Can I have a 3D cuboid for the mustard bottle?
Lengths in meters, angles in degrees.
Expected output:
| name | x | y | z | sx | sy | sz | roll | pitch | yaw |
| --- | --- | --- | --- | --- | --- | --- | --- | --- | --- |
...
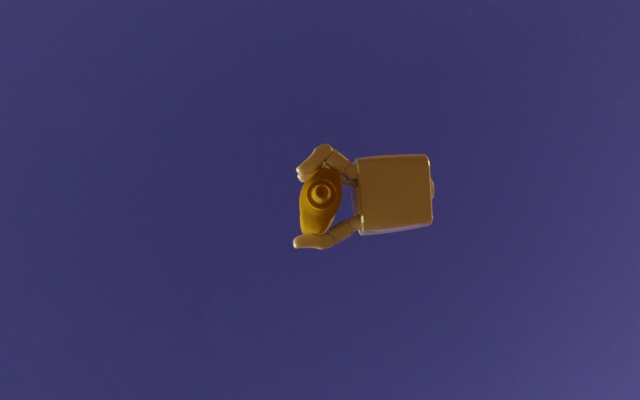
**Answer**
| name | x | y | z | sx | sy | sz | roll | pitch | yaw |
| --- | --- | --- | --- | --- | --- | --- | --- | --- | --- |
| mustard bottle | 0.000 | 0.002 | 0.709 | 0.058 | 0.096 | 0.191 | 19 | -8 | 1 |
